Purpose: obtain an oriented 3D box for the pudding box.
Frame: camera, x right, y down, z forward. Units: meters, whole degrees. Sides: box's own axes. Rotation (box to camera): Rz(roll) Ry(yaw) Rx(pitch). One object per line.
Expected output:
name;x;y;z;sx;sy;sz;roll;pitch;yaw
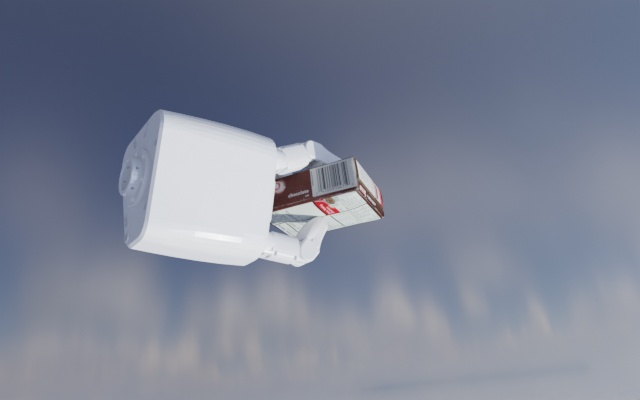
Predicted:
pudding box;0.000;0.002;0.501;0.113;0.039;0.090;-13;-24;19
